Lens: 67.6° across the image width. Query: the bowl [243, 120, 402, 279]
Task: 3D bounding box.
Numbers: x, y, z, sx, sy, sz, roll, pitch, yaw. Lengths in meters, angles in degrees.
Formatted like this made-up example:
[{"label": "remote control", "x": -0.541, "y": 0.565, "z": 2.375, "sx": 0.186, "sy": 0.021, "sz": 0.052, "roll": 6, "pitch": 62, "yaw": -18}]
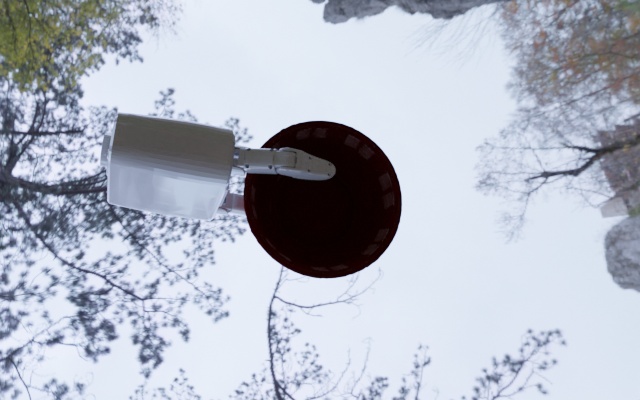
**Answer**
[{"label": "bowl", "x": 0.001, "y": 0.002, "z": 0.498, "sx": 0.162, "sy": 0.162, "sz": 0.055, "roll": 0, "pitch": -13, "yaw": -11}]
